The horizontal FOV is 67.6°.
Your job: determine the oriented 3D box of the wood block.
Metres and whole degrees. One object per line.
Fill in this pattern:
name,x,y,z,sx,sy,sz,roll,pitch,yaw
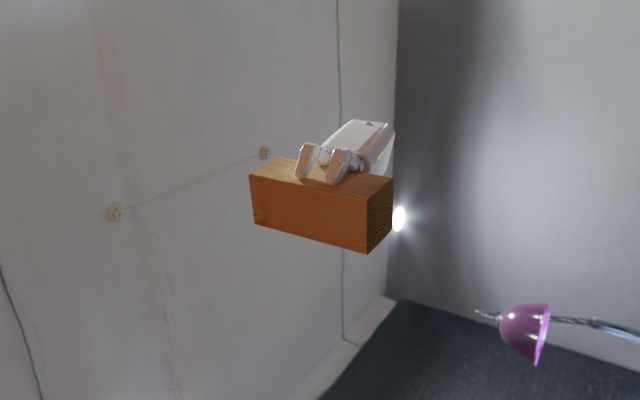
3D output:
wood block,0.000,0.003,0.739,0.206,0.091,0.090,13,30,30
